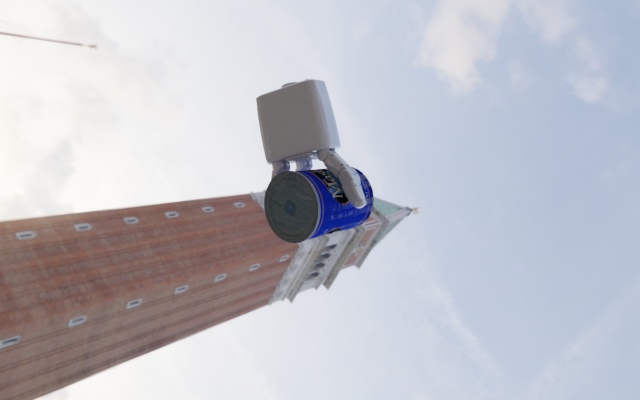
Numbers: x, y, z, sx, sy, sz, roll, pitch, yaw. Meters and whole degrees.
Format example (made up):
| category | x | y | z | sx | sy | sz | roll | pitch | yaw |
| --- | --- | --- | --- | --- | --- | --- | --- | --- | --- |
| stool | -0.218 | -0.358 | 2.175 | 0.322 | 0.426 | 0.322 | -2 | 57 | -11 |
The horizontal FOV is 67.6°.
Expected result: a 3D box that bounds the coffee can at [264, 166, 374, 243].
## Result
| category | x | y | z | sx | sy | sz | roll | pitch | yaw |
| --- | --- | --- | --- | --- | --- | --- | --- | --- | --- |
| coffee can | 0.000 | 0.003 | 0.723 | 0.103 | 0.103 | 0.140 | 0 | 6 | 39 |
